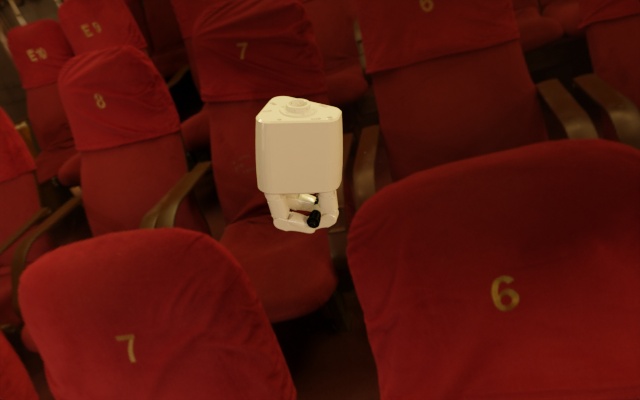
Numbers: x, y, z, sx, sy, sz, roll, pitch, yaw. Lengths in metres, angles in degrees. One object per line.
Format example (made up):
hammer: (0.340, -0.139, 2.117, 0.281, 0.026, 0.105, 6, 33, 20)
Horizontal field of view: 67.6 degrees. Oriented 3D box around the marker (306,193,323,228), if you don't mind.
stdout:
marker: (0.000, 0.002, 0.710, 0.020, 0.020, 0.121, 0, 32, 13)
